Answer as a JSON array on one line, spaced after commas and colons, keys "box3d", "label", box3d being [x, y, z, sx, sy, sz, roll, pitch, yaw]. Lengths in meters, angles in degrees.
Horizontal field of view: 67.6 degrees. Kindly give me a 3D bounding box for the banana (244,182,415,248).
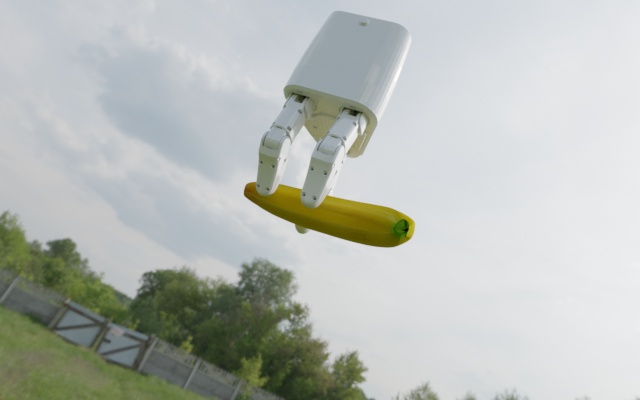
[{"box3d": [0.013, 0.011, 0.444, 0.198, 0.037, 0.070, 11, -22, 41], "label": "banana"}]
